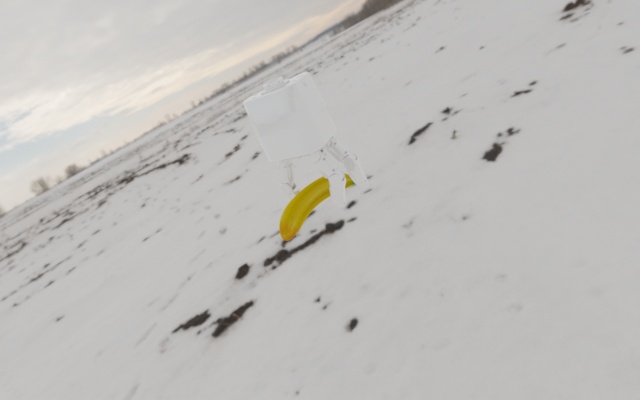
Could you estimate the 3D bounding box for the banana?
[{"bbox_3d":[-0.010,0.000,0.772,0.069,0.037,0.197,5,34,47],"label":"banana"}]
